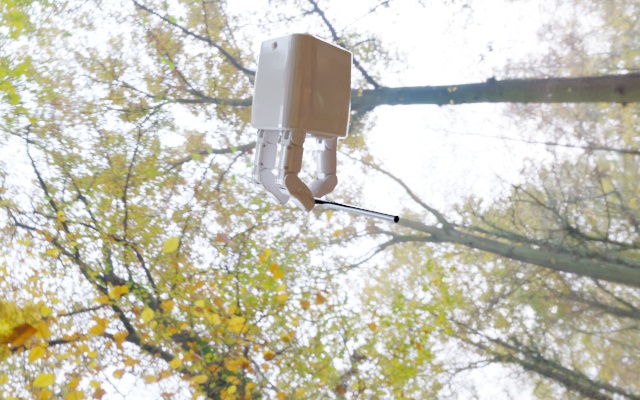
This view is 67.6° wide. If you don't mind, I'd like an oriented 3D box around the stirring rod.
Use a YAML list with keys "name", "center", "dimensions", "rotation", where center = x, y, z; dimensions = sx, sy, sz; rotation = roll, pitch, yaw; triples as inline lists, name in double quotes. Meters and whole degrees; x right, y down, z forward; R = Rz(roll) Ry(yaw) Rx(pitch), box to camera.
- name: "stirring rod"
  center: [0.000, 0.002, 0.557]
  dimensions: [0.011, 0.011, 0.239]
  rotation: [0, 8, -38]
